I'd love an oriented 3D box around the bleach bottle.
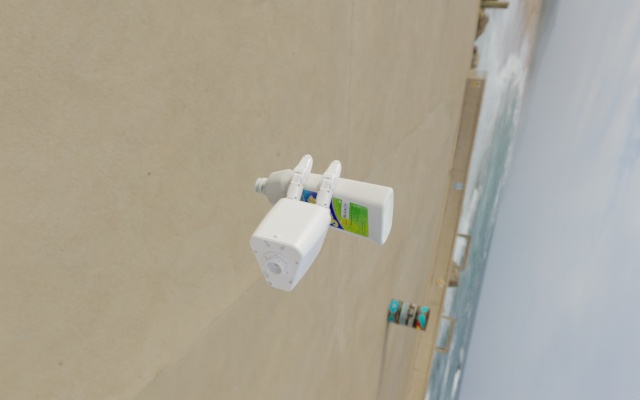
[{"bbox_3d":[0.000,0.003,0.853,0.251,0.103,0.068,12,38,20],"label":"bleach bottle"}]
